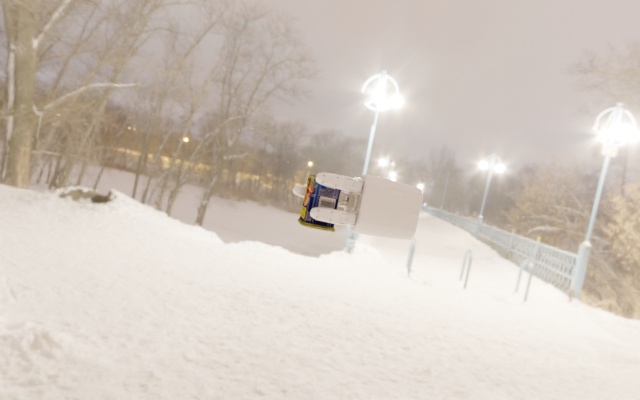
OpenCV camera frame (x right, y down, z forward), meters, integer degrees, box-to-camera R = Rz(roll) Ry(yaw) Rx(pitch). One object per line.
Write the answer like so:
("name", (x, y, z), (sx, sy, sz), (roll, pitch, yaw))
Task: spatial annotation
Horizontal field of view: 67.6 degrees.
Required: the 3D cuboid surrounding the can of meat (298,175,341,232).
("can of meat", (0.000, 0.002, 0.801), (0.057, 0.084, 0.102), (12, 2, -8))
